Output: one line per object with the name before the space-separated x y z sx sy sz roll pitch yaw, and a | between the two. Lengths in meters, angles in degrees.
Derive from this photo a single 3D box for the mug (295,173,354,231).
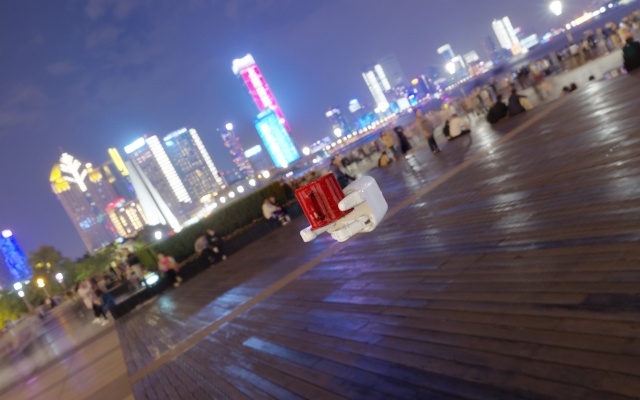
mug | -0.001 0.003 0.883 0.093 0.081 0.117 -25 4 26
